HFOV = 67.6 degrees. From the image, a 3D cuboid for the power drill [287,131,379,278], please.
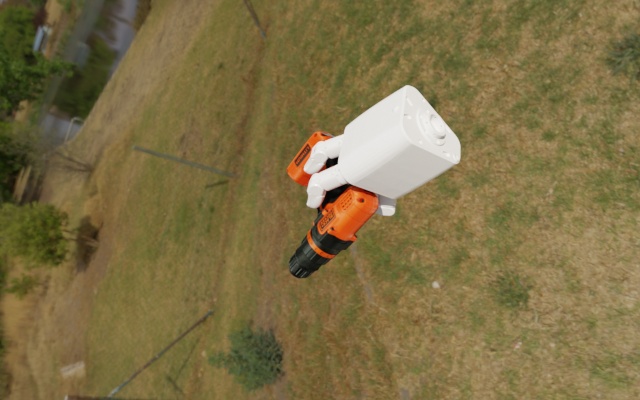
[{"bbox_3d":[0.000,0.002,0.719,0.057,0.187,0.184,20,-53,-35],"label":"power drill"}]
